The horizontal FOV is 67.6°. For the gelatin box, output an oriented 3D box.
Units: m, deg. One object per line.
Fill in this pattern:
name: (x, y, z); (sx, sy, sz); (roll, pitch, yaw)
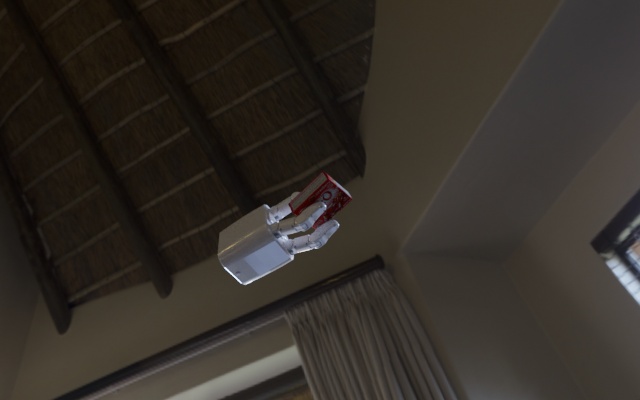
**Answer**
gelatin box: (0.000, 0.002, 0.841); (0.073, 0.089, 0.030); (39, 13, -39)
